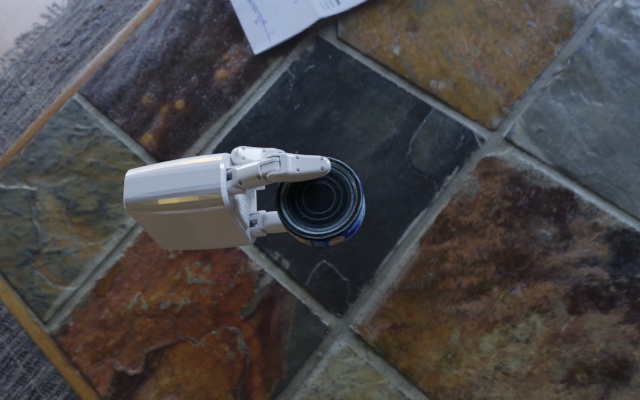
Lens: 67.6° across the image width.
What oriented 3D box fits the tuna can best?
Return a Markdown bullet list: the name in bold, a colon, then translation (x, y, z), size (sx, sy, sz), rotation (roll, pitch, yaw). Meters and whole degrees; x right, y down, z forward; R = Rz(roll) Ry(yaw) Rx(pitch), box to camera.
- **tuna can**: translation (0.000, 0.001, 0.463), size (0.086, 0.086, 0.034), rotation (0, -19, 7)
